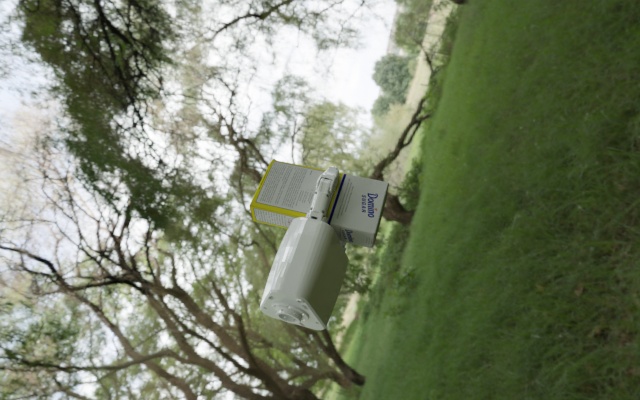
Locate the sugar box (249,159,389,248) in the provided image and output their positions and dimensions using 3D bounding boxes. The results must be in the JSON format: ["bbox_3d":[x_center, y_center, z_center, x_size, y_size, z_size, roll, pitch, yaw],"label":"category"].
[{"bbox_3d":[0.000,0.003,0.673,0.176,0.093,0.048,14,-35,9],"label":"sugar box"}]
